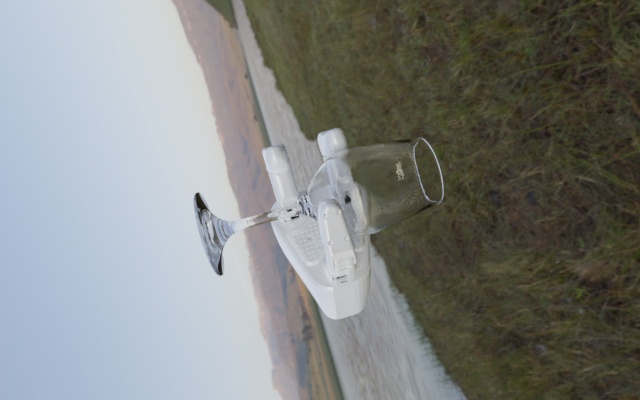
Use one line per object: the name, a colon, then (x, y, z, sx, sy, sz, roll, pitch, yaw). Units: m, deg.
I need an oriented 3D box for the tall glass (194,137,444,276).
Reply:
tall glass: (-0.001, 0.002, 0.413, 0.201, 0.079, 0.079, -16, 1, -4)
